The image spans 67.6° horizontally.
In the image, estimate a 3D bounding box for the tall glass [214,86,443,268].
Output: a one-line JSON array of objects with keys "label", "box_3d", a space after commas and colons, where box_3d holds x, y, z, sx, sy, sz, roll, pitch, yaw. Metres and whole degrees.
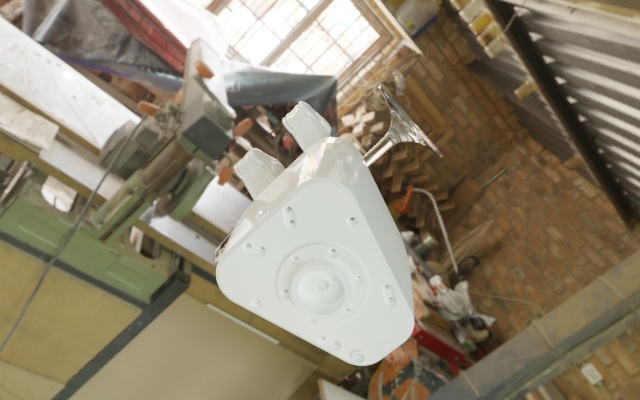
[{"label": "tall glass", "box_3d": [0.001, 0.001, 0.401, 0.201, 0.079, 0.079, -42, -13, 15]}]
